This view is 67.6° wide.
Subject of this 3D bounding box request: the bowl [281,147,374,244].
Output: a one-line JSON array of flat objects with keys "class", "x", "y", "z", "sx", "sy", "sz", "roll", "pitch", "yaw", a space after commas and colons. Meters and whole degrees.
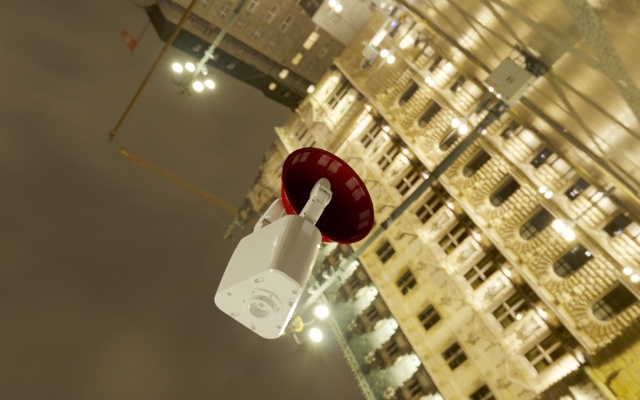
[{"class": "bowl", "x": 0.000, "y": 0.002, "z": 0.702, "sx": 0.162, "sy": 0.162, "sz": 0.055, "roll": 0, "pitch": -30, "yaw": -40}]
